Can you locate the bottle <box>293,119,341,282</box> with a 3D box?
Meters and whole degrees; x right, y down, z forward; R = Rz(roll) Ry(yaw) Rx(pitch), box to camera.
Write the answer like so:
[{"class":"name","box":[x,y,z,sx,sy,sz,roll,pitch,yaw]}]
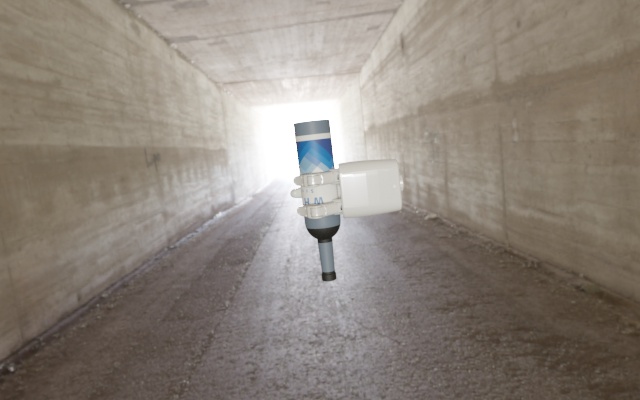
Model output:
[{"class":"bottle","box":[0.000,0.003,0.876,0.069,0.296,0.069,-6,7,1]}]
